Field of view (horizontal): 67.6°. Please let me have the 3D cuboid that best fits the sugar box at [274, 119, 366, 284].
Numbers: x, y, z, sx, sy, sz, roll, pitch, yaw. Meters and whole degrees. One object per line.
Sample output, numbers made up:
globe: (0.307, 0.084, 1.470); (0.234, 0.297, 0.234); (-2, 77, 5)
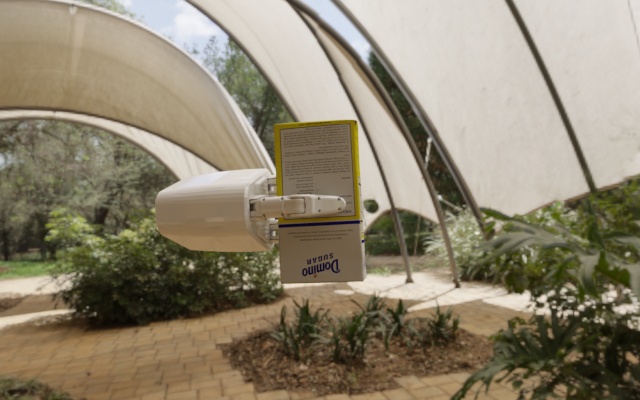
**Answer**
sugar box: (0.000, 0.002, 0.531); (0.093, 0.176, 0.048); (-3, -1, 9)
